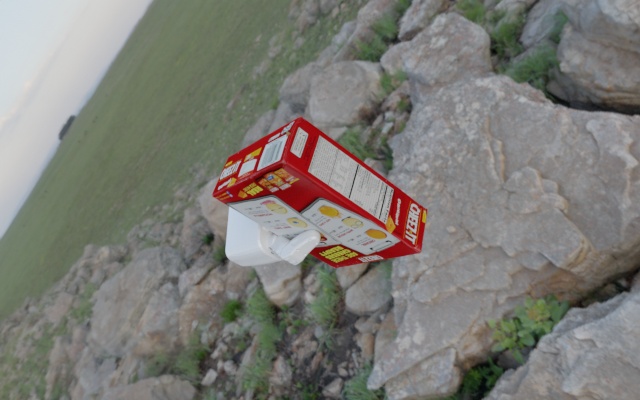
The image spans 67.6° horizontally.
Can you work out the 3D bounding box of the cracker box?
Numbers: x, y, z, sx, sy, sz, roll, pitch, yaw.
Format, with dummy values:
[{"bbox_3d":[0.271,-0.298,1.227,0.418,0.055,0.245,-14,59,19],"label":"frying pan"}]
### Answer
[{"bbox_3d":[0.000,0.002,0.592,0.214,0.072,0.164,33,-31,-28],"label":"cracker box"}]
